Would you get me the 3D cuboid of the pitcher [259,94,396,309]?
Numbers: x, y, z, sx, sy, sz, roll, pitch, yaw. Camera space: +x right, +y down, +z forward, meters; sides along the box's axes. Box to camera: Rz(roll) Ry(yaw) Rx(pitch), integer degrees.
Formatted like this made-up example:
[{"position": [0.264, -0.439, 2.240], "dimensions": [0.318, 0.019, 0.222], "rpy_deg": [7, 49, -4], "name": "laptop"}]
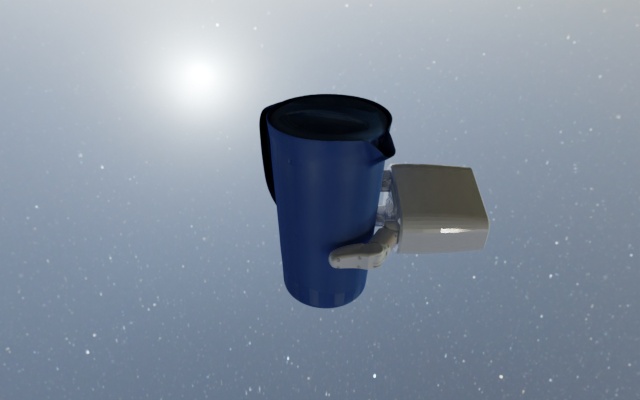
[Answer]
[{"position": [0.000, 0.002, 0.571], "dimensions": [0.145, 0.243, 0.149], "rpy_deg": [-1, 32, -4], "name": "pitcher"}]
